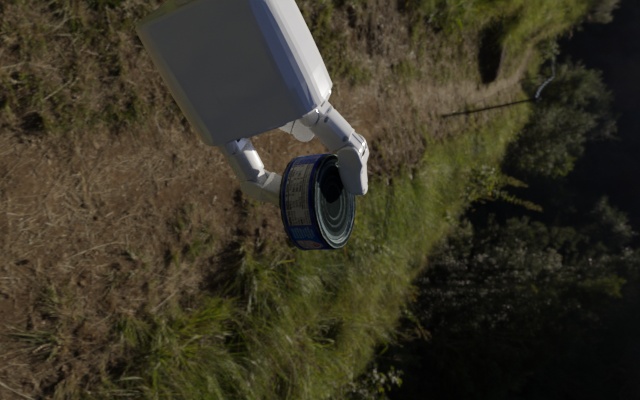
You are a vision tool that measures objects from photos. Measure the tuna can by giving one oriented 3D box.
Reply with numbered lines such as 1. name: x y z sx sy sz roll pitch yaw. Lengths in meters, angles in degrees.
1. tuna can: 0.001 0.001 0.423 0.034 0.086 0.086 -3 -2 27
